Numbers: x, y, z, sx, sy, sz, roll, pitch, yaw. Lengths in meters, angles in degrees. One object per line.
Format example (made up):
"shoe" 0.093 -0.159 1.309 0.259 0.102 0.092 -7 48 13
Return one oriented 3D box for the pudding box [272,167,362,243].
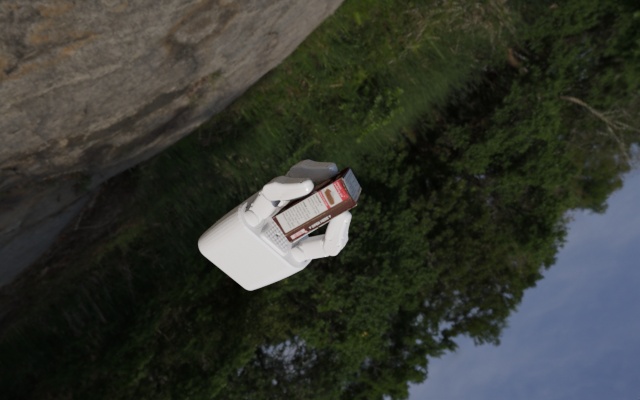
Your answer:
"pudding box" 0.000 0.002 0.558 0.090 0.039 0.113 -31 7 11
